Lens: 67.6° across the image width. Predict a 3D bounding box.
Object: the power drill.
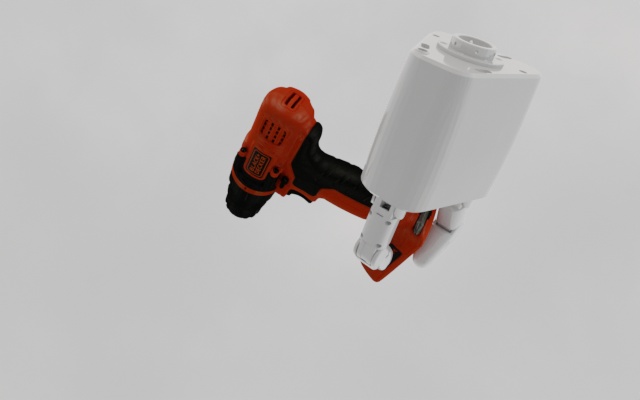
[{"bbox_3d":[0.001,0.002,0.461,0.187,0.057,0.184,32,-37,-3],"label":"power drill"}]
